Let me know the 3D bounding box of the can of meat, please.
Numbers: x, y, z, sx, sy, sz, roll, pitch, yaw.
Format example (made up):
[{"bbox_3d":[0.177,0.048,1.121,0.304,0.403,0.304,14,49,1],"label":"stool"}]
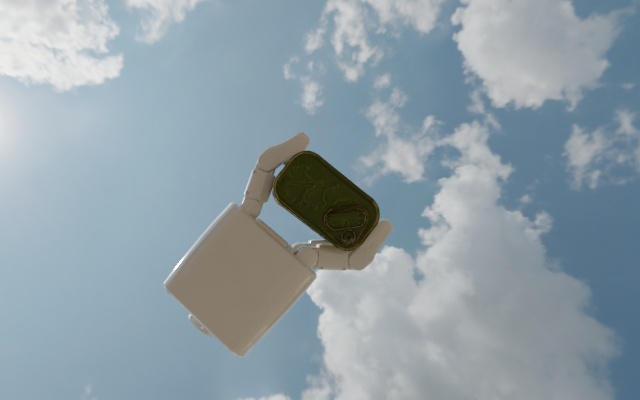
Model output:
[{"bbox_3d":[0.000,0.001,0.480,0.102,0.057,0.084,38,-7,-6],"label":"can of meat"}]
